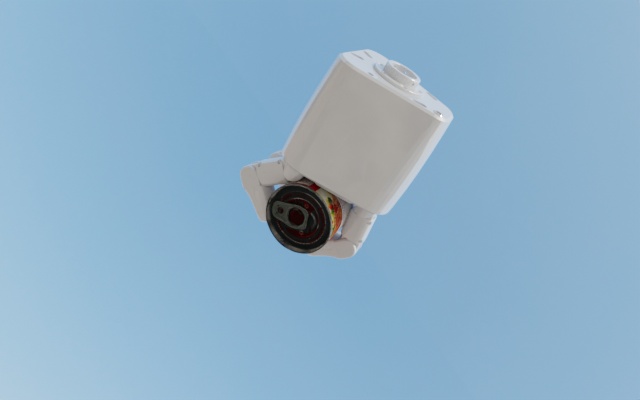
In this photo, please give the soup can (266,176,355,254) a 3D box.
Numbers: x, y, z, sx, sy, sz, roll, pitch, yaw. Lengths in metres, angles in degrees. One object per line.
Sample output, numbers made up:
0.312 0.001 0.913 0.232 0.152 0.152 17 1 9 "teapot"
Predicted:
0.000 0.002 0.477 0.068 0.068 0.102 0 18 26 "soup can"
